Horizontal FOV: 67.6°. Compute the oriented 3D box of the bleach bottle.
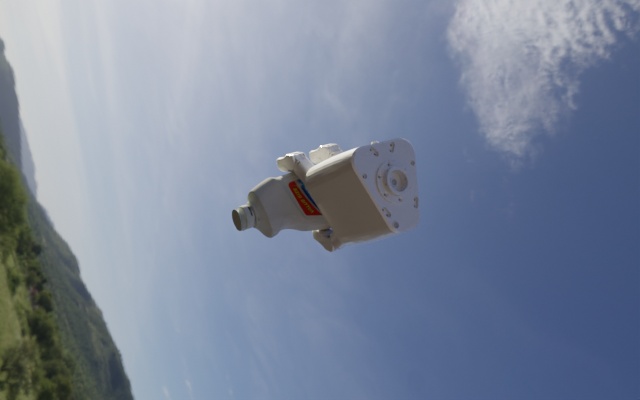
[{"bbox_3d":[0.000,0.002,0.665,0.251,0.102,0.068,-17,-2,-31],"label":"bleach bottle"}]
